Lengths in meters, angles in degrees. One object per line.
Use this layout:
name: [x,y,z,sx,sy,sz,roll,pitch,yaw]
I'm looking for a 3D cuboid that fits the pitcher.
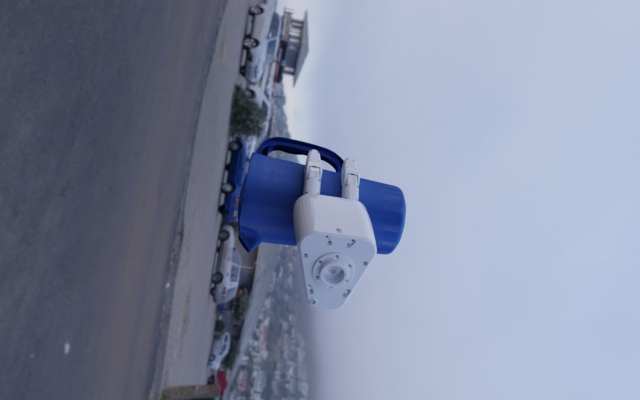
pitcher: [0.000,0.003,0.728,0.243,0.149,0.145,9,21,-8]
